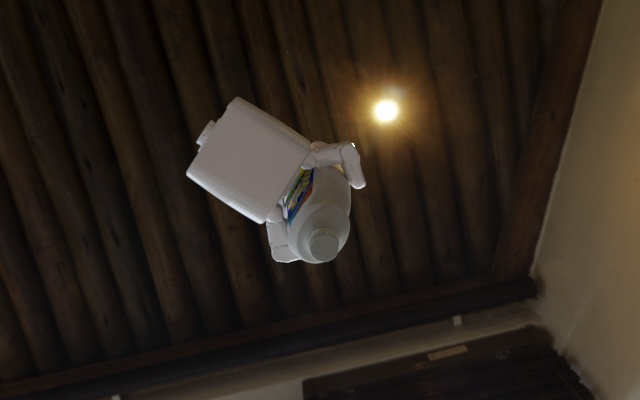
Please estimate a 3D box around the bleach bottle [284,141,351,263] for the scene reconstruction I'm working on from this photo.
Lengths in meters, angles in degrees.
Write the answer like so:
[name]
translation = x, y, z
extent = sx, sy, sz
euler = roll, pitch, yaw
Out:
[bleach bottle]
translation = 0.000, 0.002, 0.576
extent = 0.068, 0.102, 0.250
euler = 32, 12, -13
